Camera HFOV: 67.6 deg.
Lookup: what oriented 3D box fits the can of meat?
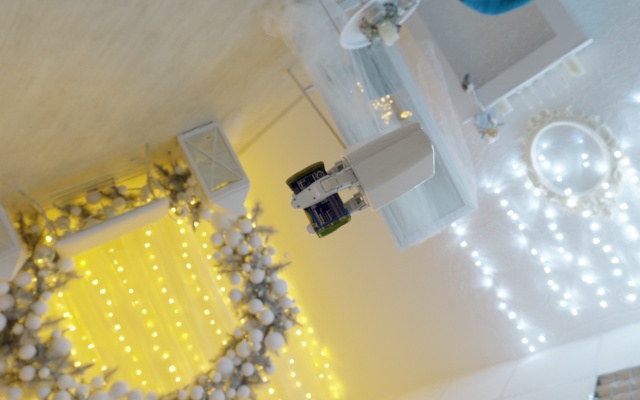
[{"bbox_3d":[0.000,0.002,0.656,0.057,0.084,0.102,-29,-8,-1],"label":"can of meat"}]
